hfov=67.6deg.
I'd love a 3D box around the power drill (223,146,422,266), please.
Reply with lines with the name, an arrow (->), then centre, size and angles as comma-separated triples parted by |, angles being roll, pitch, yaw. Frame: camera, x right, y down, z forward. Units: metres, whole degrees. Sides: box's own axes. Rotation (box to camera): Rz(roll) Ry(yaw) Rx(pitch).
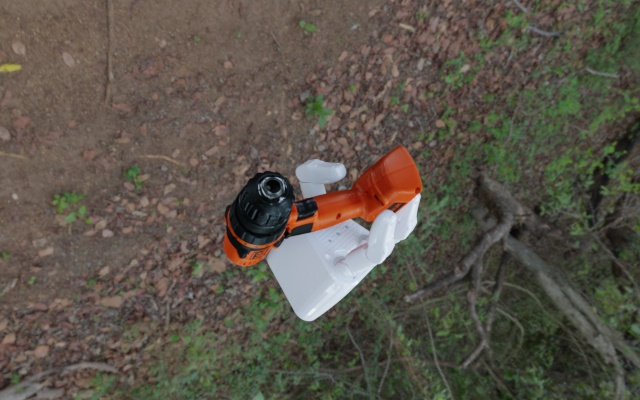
power drill -> 0.000, 0.002, 0.461 | 0.187, 0.057, 0.184 | -15, -13, -21
